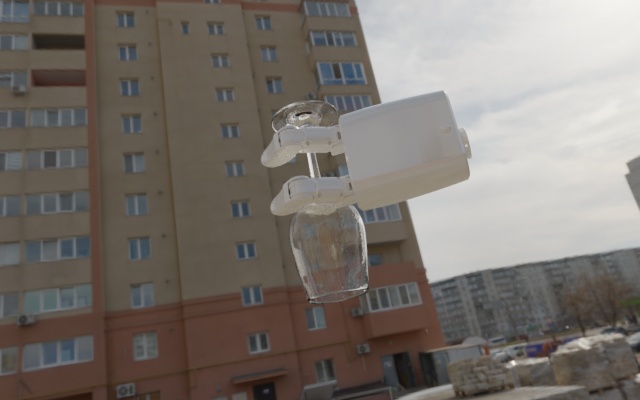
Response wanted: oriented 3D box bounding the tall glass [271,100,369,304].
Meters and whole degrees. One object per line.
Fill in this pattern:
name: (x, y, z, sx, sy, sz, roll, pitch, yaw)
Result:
tall glass: (0.000, 0.001, 0.497, 0.079, 0.201, 0.079, -9, -19, -3)
